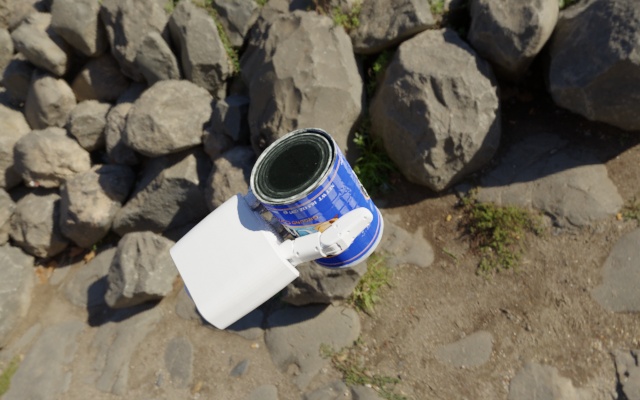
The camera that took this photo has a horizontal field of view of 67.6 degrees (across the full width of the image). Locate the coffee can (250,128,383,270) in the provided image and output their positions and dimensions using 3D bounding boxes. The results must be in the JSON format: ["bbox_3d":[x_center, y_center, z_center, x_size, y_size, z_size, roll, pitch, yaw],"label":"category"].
[{"bbox_3d":[0.000,0.002,0.548,0.103,0.102,0.140,0,-35,32],"label":"coffee can"}]
